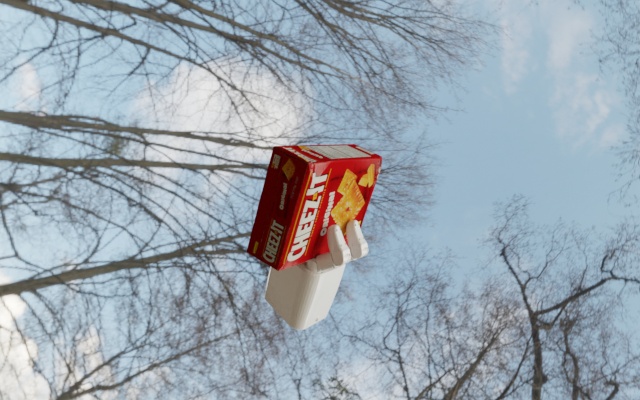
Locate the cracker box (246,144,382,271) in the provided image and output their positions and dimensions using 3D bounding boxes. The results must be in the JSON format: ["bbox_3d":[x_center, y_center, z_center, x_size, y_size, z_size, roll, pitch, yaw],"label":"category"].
[{"bbox_3d":[0.000,0.002,0.727,0.072,0.164,0.213,26,20,29],"label":"cracker box"}]
